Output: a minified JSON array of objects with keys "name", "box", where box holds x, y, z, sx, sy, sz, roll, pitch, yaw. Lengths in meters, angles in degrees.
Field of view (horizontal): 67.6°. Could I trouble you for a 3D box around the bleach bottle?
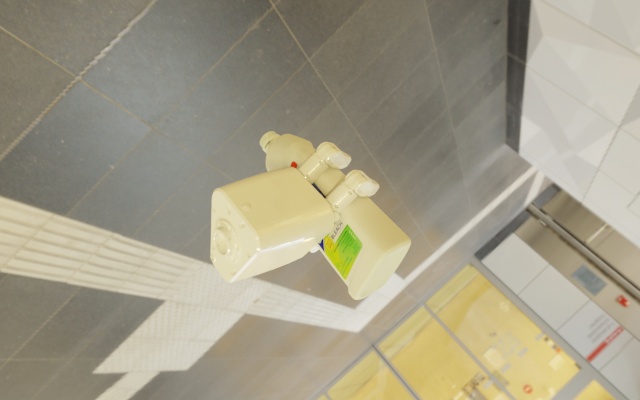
[{"name":"bleach bottle","box":[0.000,0.002,0.621,0.068,0.103,0.250,-18,54,-40]}]
